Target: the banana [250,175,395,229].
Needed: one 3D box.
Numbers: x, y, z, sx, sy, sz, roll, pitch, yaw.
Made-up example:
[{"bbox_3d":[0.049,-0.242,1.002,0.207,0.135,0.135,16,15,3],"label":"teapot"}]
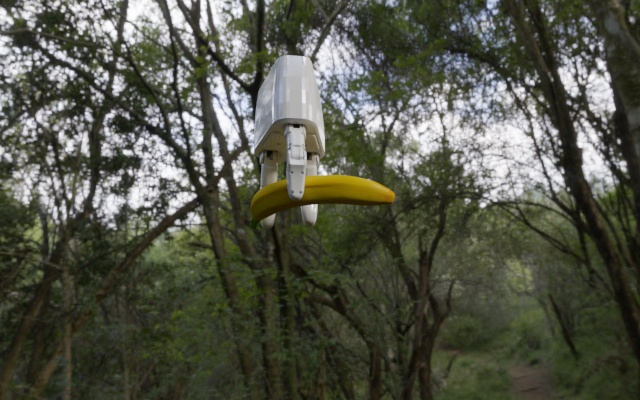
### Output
[{"bbox_3d":[-0.009,-0.005,0.603,0.198,0.037,0.070,-9,-28,14],"label":"banana"}]
